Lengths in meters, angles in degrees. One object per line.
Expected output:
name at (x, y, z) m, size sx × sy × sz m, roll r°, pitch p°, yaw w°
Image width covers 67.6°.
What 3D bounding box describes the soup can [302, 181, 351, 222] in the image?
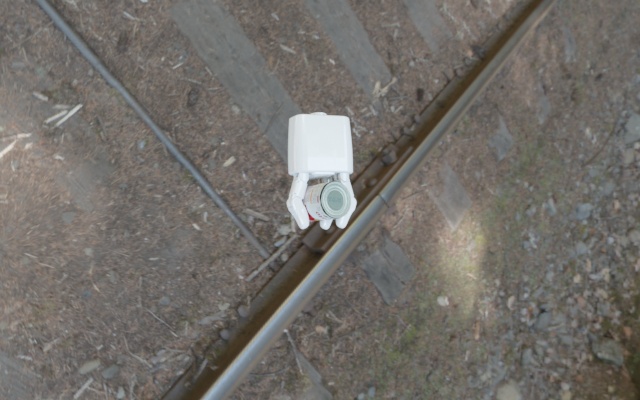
soup can at (0.000, 0.003, 0.870) m, size 0.068 × 0.068 × 0.102 m, roll 0°, pitch -5°, yaw -34°
